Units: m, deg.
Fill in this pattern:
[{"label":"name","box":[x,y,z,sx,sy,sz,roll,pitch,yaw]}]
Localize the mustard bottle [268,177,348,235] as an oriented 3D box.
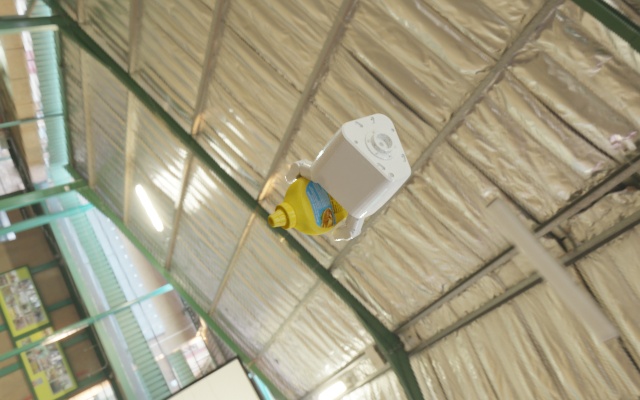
[{"label":"mustard bottle","box":[0.000,0.003,0.766,0.191,0.096,0.058,-22,8,-34]}]
